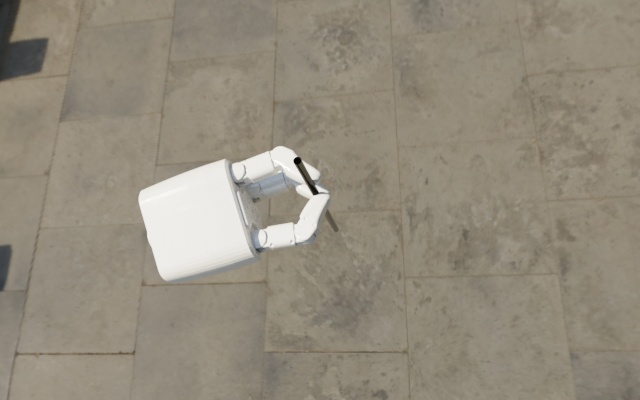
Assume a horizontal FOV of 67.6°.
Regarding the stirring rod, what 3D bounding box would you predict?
[{"bbox_3d":[0.000,0.002,0.549,0.011,0.011,0.240,0,-19,11],"label":"stirring rod"}]
